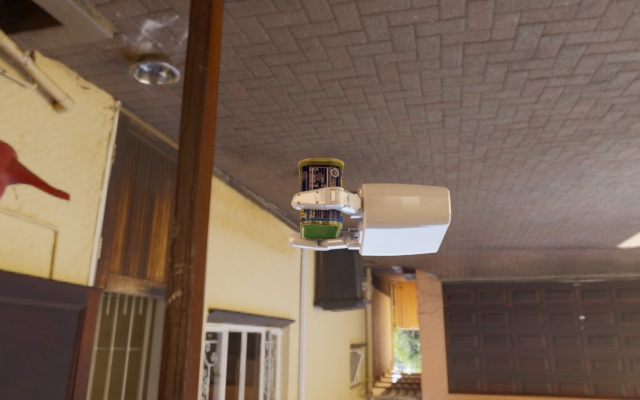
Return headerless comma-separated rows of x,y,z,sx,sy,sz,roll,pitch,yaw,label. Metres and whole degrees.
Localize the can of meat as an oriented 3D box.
0.000,0.002,0.620,0.057,0.084,0.102,1,-16,-2,can of meat
